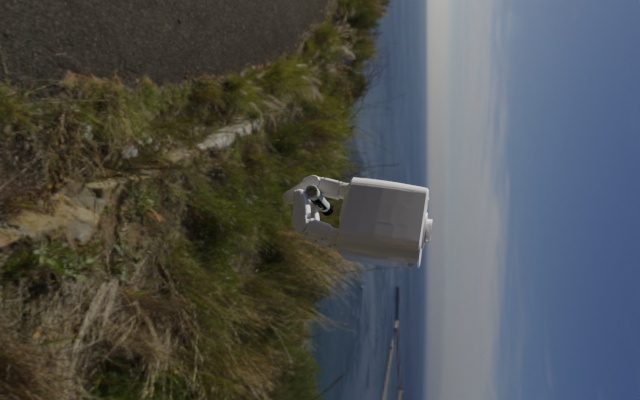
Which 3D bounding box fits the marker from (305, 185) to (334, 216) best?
[{"bbox_3d":[0.000,0.002,0.702,0.020,0.020,0.121,0,-14,12],"label":"marker"}]
